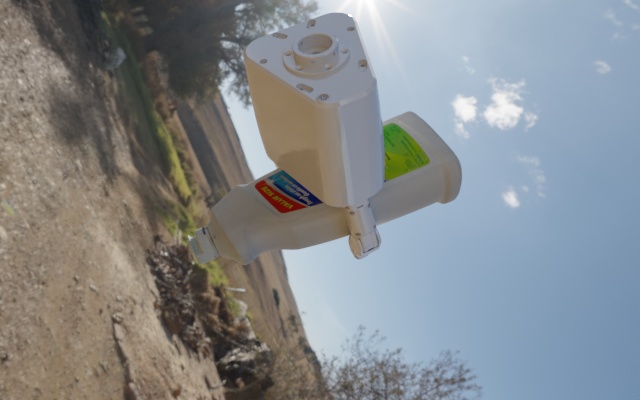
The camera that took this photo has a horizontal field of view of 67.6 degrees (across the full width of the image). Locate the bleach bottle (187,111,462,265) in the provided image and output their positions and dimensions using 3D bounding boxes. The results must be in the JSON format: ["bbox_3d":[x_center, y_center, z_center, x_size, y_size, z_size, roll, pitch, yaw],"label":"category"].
[{"bbox_3d":[0.000,0.001,0.455,0.251,0.102,0.068,-24,-37,-10],"label":"bleach bottle"}]
